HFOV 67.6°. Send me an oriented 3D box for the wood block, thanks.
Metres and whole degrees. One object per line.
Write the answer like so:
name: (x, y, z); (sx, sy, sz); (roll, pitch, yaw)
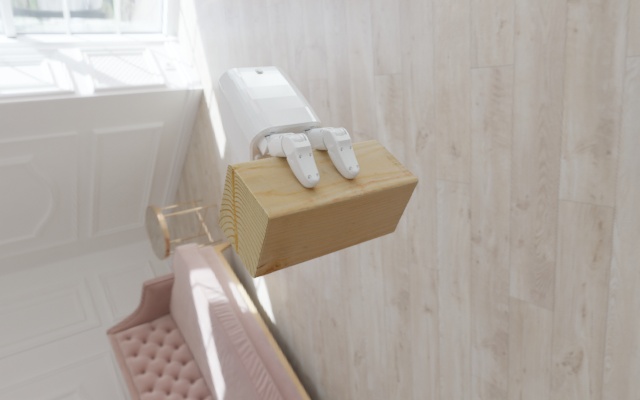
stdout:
wood block: (0.000, 0.002, 0.552); (0.206, 0.091, 0.090); (-14, 49, -34)
